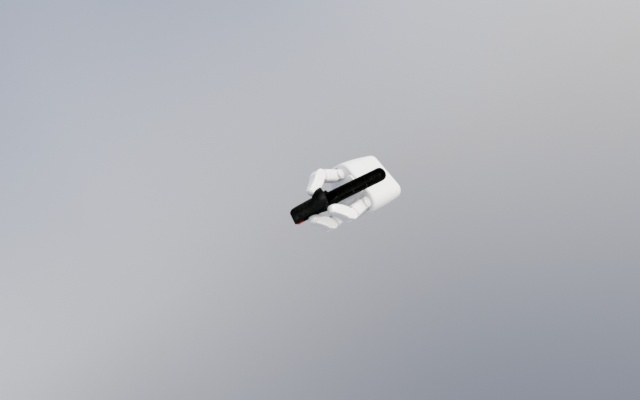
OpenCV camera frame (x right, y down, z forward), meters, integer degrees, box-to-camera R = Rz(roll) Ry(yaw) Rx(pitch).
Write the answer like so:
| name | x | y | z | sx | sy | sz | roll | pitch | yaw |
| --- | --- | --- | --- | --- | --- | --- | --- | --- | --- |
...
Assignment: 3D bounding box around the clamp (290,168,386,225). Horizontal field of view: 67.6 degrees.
| name | x | y | z | sx | sy | sz | roll | pitch | yaw |
| --- | --- | --- | --- | --- | --- | --- | --- | --- | --- |
| clamp | 0.000 | 0.002 | 0.870 | 0.164 | 0.036 | 0.210 | -17 | -9 | -46 |
